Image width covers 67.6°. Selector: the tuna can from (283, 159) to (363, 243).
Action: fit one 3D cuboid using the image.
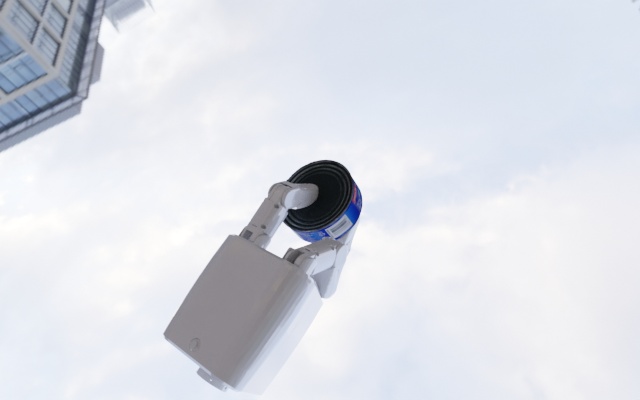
[{"bbox_3d":[0.000,0.002,0.500,0.086,0.086,0.034,0,-30,28],"label":"tuna can"}]
